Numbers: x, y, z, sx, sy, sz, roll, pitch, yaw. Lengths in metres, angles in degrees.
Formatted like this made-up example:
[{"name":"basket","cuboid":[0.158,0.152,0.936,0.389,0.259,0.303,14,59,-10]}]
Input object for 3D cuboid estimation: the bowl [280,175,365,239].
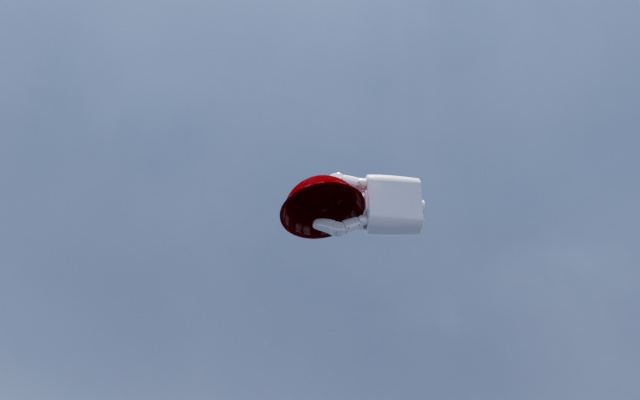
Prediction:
[{"name":"bowl","cuboid":[-0.001,0.003,0.899,0.162,0.055,0.162,-8,-40,-7]}]
